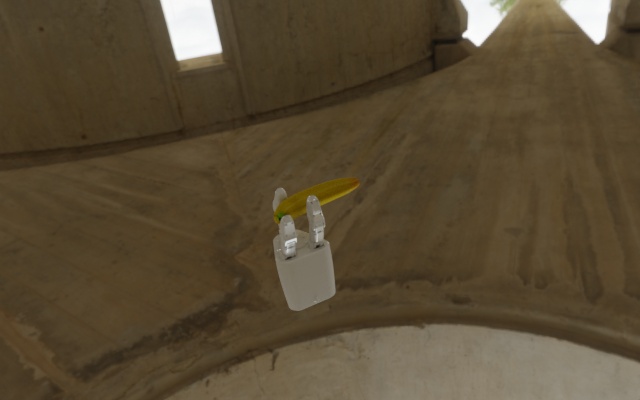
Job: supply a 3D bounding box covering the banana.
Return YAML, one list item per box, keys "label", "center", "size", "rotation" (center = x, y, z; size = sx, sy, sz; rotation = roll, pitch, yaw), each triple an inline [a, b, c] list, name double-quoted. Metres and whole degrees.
- label: "banana"
  center: [-0.015, 0.002, 0.843]
  size: [0.069, 0.037, 0.197]
  rotation: [10, 29, 45]
